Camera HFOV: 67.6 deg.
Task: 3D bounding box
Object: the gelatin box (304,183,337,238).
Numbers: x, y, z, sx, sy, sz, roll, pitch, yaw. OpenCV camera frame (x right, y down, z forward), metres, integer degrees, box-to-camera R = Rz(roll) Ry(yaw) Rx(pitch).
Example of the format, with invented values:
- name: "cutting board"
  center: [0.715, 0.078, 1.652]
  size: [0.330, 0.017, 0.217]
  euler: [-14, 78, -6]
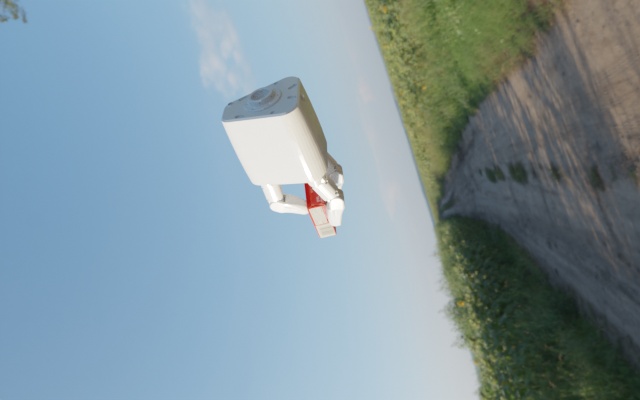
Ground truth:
- name: "gelatin box"
  center: [0.000, 0.003, 0.719]
  size: [0.030, 0.073, 0.089]
  euler: [-12, -36, 7]
